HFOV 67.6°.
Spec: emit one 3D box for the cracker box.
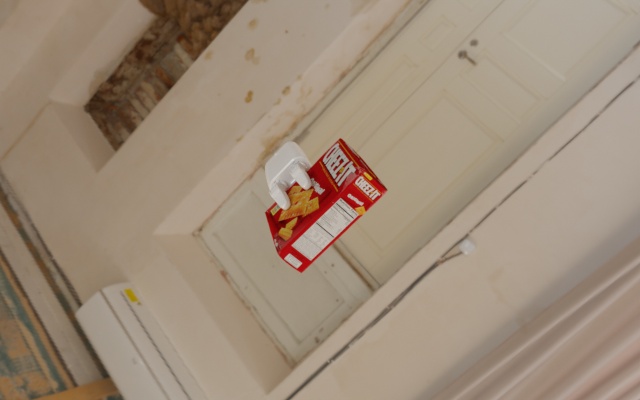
[{"bbox_3d":[0.000,0.003,0.876,0.072,0.214,0.164,40,11,-28],"label":"cracker box"}]
